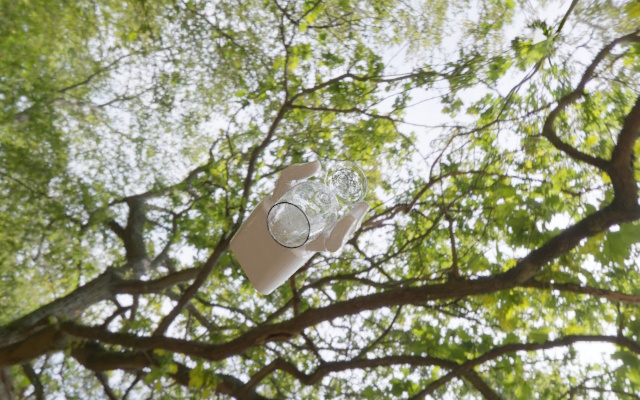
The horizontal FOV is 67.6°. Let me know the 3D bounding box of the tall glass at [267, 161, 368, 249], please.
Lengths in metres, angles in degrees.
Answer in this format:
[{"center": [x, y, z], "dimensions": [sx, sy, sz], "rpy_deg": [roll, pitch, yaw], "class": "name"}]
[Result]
[{"center": [0.000, 0.002, 0.678], "dimensions": [0.079, 0.079, 0.201], "rpy_deg": [0, 17, 25], "class": "tall glass"}]
